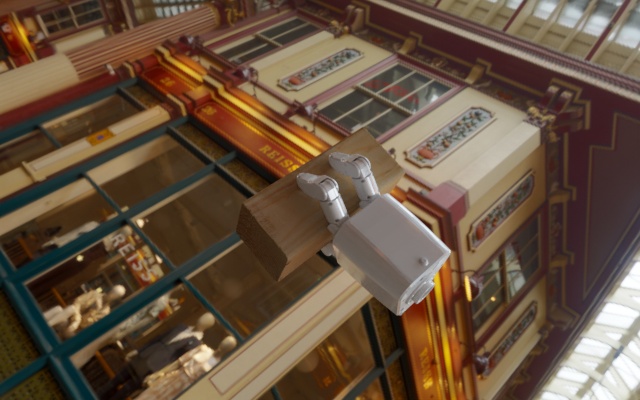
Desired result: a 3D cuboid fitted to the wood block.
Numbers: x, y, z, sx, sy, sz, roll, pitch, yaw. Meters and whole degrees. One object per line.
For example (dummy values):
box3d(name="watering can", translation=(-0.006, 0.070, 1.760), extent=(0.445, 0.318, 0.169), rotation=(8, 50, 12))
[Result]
box3d(name="wood block", translation=(0.000, 0.002, 0.631), extent=(0.206, 0.090, 0.091), rotation=(-34, -14, -28))
